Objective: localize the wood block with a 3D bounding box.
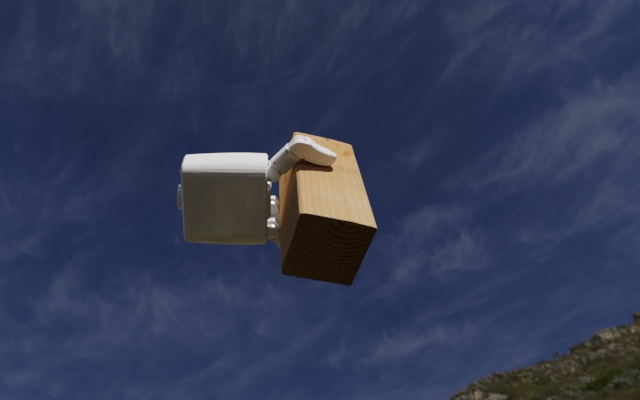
[{"bbox_3d":[0.000,0.002,0.619,0.090,0.091,0.206,12,31,-13],"label":"wood block"}]
